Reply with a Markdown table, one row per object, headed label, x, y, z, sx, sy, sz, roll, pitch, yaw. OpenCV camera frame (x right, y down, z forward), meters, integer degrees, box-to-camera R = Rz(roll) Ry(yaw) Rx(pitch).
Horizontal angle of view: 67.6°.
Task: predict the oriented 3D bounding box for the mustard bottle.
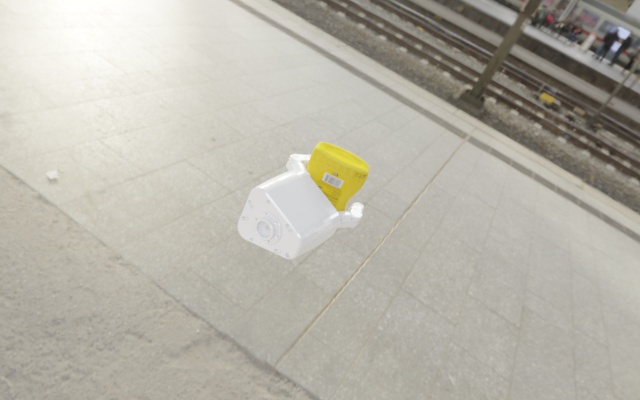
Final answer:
| label | x | y | z | sx | sy | sz | roll | pitch | yaw |
| --- | --- | --- | --- | --- | --- | --- | --- | --- | --- |
| mustard bottle | 0.000 | 0.002 | 0.805 | 0.096 | 0.192 | 0.058 | 25 | 30 | -4 |
